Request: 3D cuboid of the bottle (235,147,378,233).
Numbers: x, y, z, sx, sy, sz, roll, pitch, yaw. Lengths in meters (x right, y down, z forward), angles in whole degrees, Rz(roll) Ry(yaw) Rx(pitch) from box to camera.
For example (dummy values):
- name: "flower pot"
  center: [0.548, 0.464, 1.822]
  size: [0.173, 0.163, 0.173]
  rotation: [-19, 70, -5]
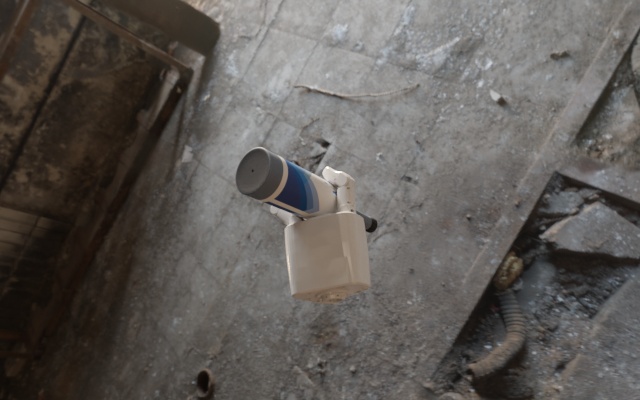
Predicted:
- name: "bottle"
  center: [0.000, 0.002, 0.736]
  size: [0.069, 0.069, 0.296]
  rotation: [0, -16, 39]
